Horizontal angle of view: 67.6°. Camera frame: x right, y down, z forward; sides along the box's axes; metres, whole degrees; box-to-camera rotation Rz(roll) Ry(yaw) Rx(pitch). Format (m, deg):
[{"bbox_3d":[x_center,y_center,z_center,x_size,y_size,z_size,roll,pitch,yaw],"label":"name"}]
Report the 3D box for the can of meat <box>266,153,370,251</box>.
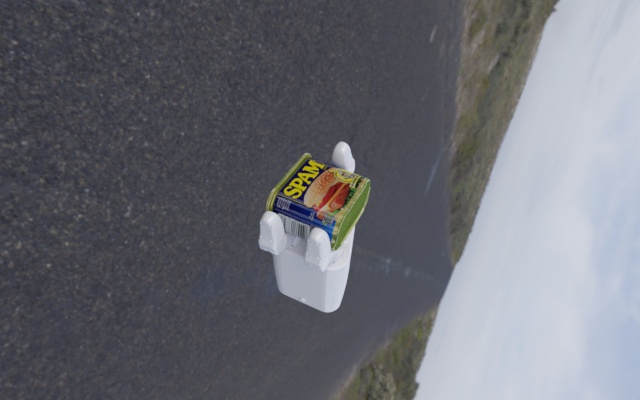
[{"bbox_3d":[0.000,0.002,0.537,0.084,0.057,0.102,22,44,16],"label":"can of meat"}]
